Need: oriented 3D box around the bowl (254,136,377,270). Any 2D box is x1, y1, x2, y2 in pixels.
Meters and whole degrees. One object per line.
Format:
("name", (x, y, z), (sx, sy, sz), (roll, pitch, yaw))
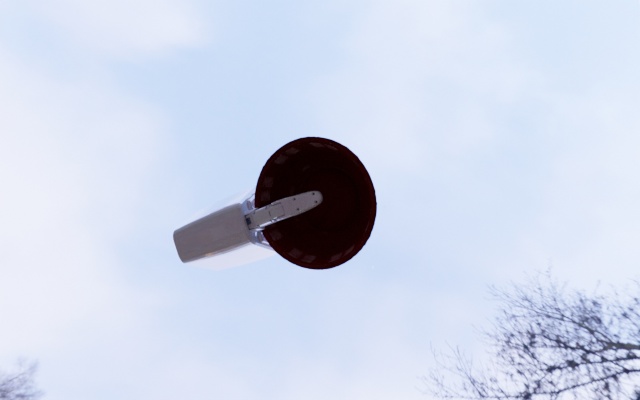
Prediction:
("bowl", (0.001, 0.002, 0.596), (0.162, 0.162, 0.055), (0, 5, 24))
